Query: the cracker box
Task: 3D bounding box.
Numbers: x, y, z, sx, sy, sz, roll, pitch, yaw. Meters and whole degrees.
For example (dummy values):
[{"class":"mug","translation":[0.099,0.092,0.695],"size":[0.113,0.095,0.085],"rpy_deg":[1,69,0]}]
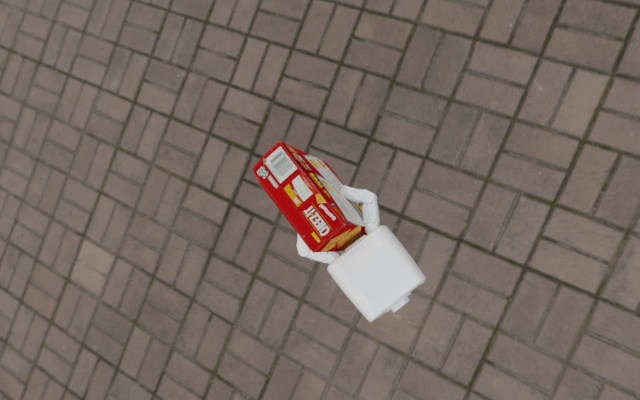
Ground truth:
[{"class":"cracker box","translation":[0.000,0.002,0.778],"size":[0.072,0.164,0.214],"rpy_deg":[-42,-17,12]}]
